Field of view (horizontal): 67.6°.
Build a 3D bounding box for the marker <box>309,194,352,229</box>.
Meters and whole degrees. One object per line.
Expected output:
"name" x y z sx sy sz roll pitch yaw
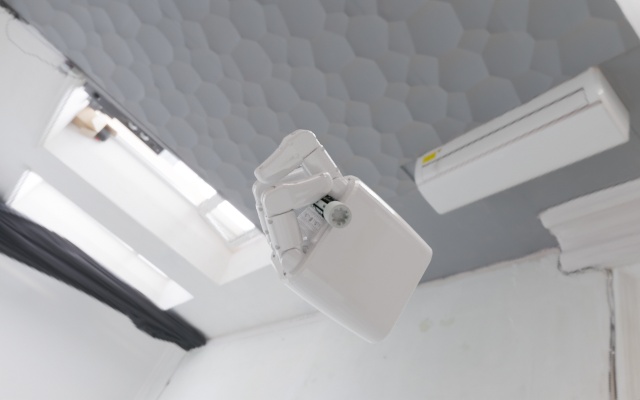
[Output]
"marker" 0.000 0.001 0.413 0.020 0.020 0.121 0 10 -15
